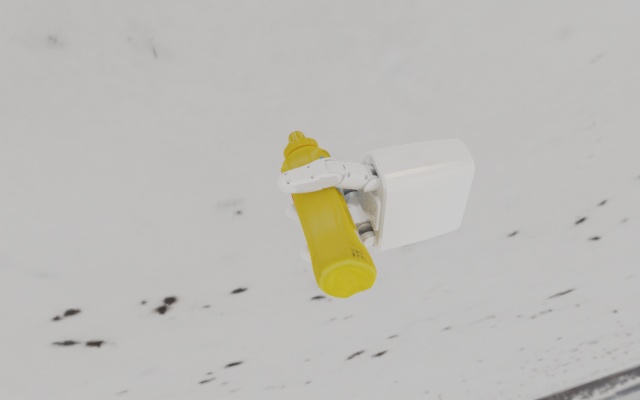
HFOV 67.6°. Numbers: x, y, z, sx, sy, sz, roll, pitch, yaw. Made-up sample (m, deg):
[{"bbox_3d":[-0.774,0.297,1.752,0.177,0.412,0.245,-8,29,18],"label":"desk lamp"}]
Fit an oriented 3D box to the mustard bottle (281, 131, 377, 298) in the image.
[{"bbox_3d":[0.000,0.002,0.506,0.058,0.191,0.096,-24,-30,8],"label":"mustard bottle"}]
